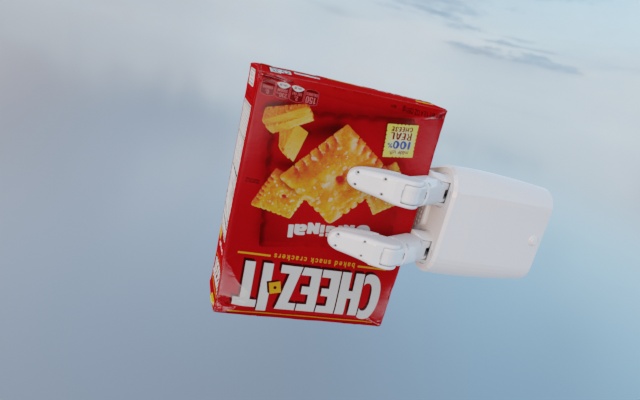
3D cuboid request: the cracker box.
[{"bbox_3d":[0.000,0.001,0.430,0.164,0.214,0.072,9,16,-16],"label":"cracker box"}]
